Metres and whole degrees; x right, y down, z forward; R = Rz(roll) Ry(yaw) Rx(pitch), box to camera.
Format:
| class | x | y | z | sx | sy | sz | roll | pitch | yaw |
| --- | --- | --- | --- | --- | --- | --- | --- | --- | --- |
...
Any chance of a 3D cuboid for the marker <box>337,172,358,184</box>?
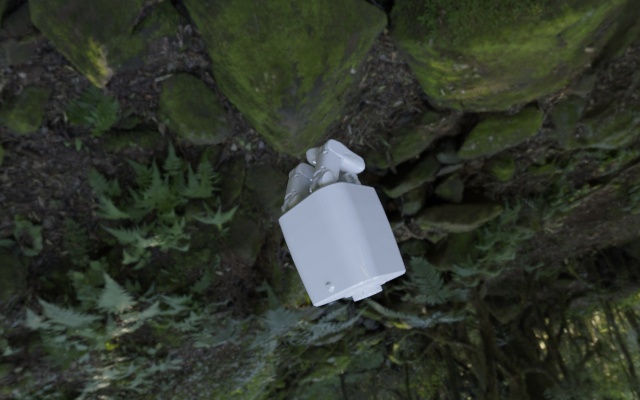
| class | x | y | z | sx | sy | sz | roll | pitch | yaw |
| --- | --- | --- | --- | --- | --- | --- | --- | --- | --- |
| marker | 0.000 | 0.002 | 0.578 | 0.020 | 0.020 | 0.121 | 0 | -26 | -41 |
